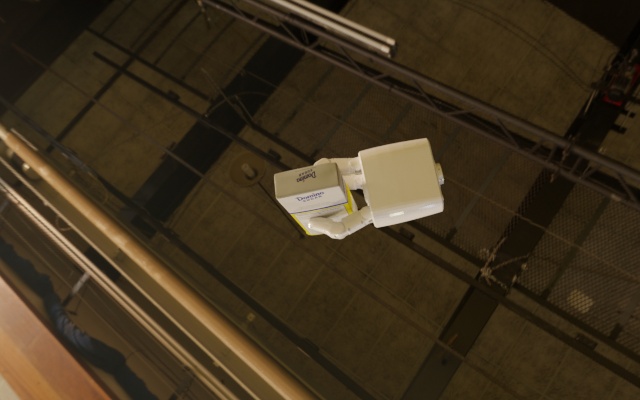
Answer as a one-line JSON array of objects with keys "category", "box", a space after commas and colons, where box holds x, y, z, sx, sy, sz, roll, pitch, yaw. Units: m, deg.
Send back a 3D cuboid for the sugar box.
[{"category": "sugar box", "box": [0.000, 0.002, 0.733, 0.093, 0.048, 0.176, -11, -26, 9]}]
